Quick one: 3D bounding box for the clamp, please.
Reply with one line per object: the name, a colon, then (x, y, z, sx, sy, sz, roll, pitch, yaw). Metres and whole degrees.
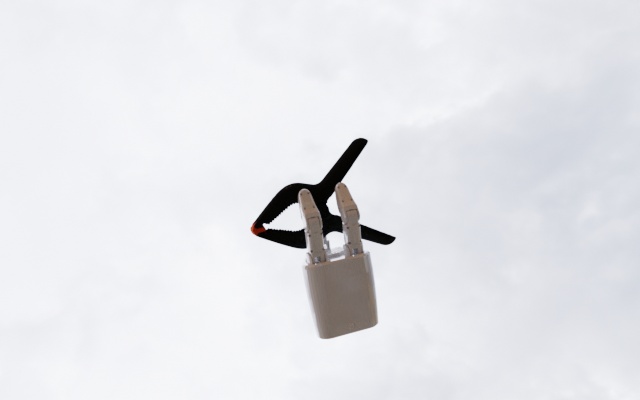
clamp: (-0.001, 0.003, 0.687, 0.210, 0.164, 0.036, -11, 2, -16)
